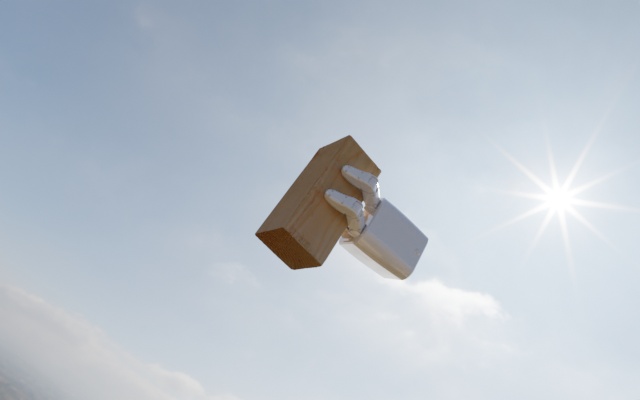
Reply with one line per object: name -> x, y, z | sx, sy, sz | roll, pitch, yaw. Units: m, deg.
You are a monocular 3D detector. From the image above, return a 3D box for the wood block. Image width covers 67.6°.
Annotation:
wood block -> 0.000, 0.003, 0.773 | 0.090, 0.206, 0.091 | 46, -33, -18
